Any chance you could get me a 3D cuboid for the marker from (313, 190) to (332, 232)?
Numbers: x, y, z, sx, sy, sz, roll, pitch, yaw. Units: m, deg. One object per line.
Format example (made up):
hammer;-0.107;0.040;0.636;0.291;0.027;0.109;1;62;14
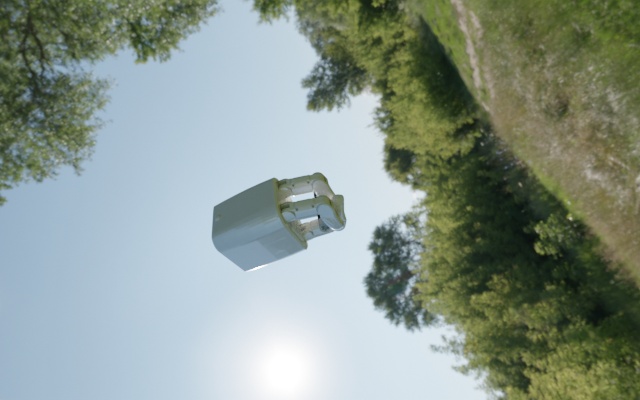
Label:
marker;0.000;0.002;0.728;0.020;0.020;0.121;0;37;-9
